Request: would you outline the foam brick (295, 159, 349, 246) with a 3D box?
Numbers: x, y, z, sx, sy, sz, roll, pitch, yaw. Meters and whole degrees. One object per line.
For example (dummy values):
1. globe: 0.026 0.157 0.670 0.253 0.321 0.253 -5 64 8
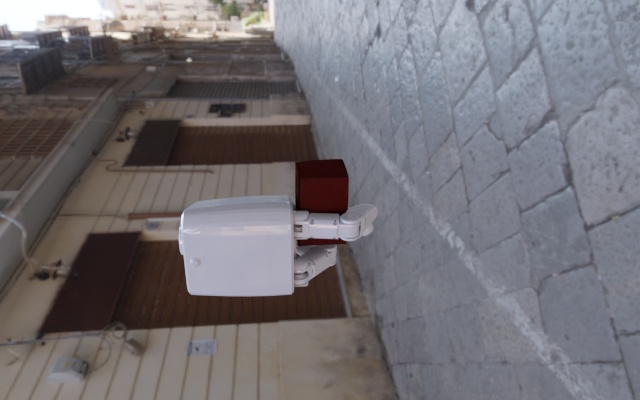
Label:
1. foam brick: 0.000 0.001 0.498 0.051 0.078 0.053 -1 23 -5
